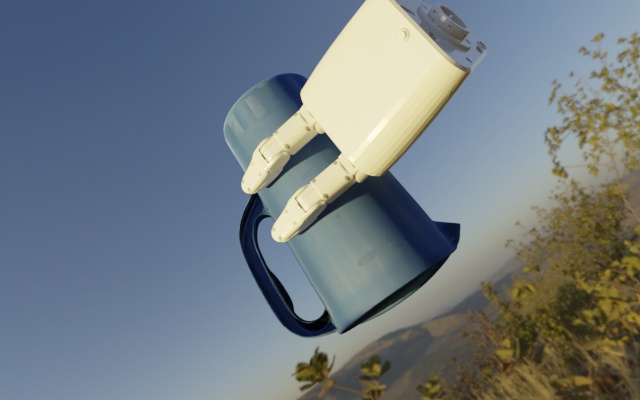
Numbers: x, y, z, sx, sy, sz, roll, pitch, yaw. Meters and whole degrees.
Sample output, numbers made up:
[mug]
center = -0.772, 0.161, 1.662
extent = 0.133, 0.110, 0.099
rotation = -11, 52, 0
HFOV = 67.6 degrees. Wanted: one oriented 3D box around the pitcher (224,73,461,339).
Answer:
[pitcher]
center = 0.000, 0.001, 0.466
extent = 0.149, 0.242, 0.145
rotation = -17, -26, -47
